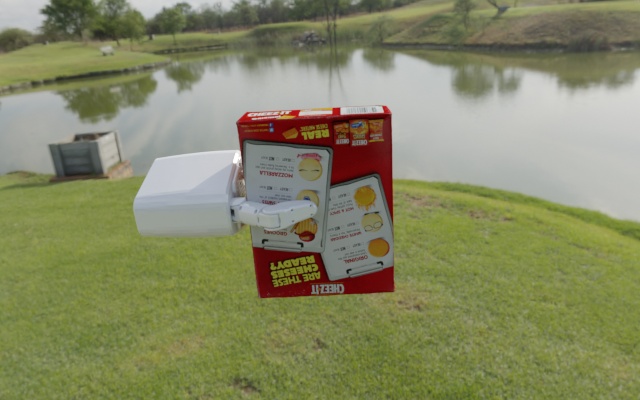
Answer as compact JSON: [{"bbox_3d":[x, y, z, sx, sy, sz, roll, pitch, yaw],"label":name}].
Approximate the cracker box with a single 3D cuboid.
[{"bbox_3d":[0.000,0.002,0.555,0.164,0.214,0.072,-3,21,3],"label":"cracker box"}]
